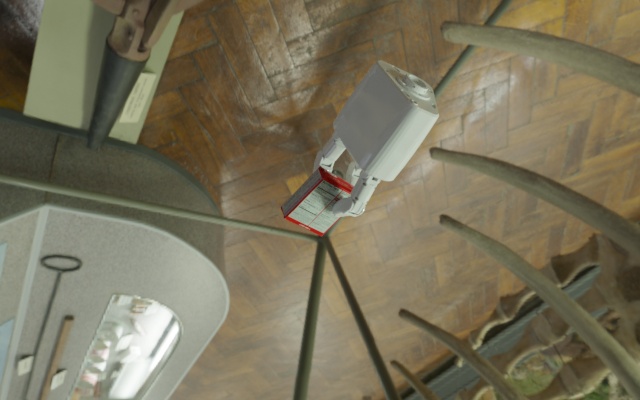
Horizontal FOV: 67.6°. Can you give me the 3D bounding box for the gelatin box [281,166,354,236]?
[{"bbox_3d":[0.000,0.003,0.677,0.073,0.089,0.030,27,27,-35],"label":"gelatin box"}]
